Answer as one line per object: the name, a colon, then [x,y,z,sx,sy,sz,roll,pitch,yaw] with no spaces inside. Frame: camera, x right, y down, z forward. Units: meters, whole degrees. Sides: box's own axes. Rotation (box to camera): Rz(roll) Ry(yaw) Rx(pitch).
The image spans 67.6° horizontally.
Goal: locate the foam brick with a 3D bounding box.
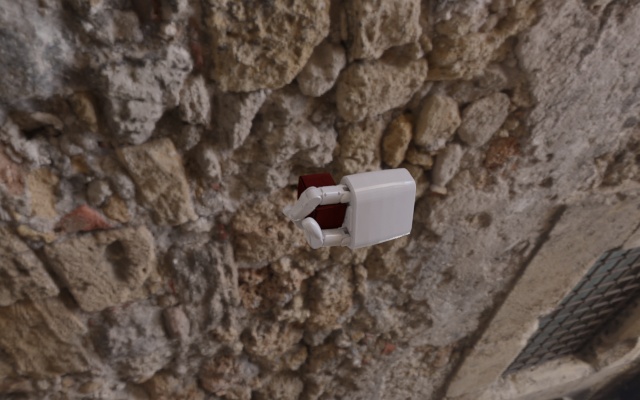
foam brick: [0.000,0.002,0.744,0.051,0.078,0.053,-10,-41,-18]
